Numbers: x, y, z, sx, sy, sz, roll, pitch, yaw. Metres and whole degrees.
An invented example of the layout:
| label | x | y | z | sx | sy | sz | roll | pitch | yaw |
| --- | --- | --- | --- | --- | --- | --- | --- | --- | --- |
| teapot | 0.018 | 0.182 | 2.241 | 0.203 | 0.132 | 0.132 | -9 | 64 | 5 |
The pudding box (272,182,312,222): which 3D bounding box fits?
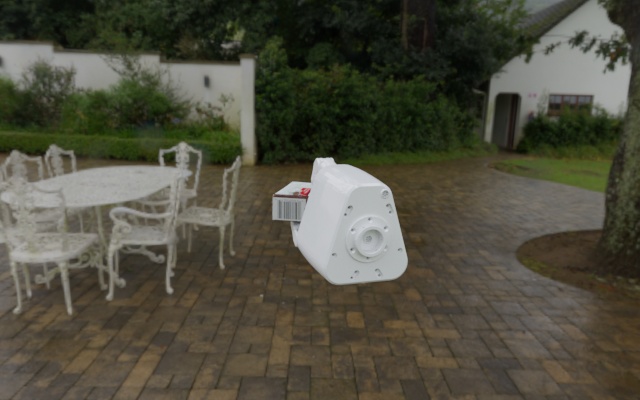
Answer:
| label | x | y | z | sx | sy | sz | roll | pitch | yaw |
| --- | --- | --- | --- | --- | --- | --- | --- | --- | --- |
| pudding box | 0.000 | 0.002 | 0.648 | 0.113 | 0.039 | 0.090 | 5 | 14 | 12 |
